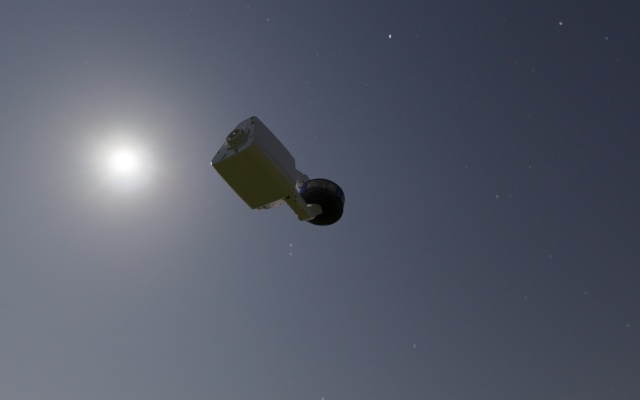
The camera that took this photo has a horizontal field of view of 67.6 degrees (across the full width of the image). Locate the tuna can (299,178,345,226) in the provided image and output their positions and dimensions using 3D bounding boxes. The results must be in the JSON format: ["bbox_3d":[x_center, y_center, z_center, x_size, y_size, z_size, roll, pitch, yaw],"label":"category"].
[{"bbox_3d":[0.000,0.002,0.850,0.086,0.086,0.033,0,40,12],"label":"tuna can"}]
